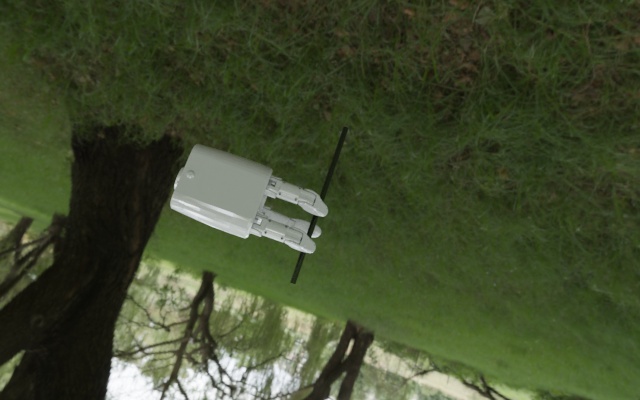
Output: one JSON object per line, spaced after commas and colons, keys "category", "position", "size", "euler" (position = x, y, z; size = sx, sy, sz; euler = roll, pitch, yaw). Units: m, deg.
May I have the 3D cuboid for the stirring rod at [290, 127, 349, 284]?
{"category": "stirring rod", "position": [0.000, 0.002, 0.678], "size": [0.011, 0.239, 0.011], "euler": [18, -15, 5]}
